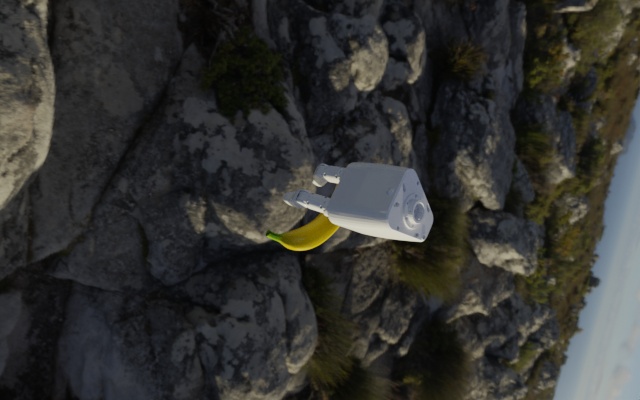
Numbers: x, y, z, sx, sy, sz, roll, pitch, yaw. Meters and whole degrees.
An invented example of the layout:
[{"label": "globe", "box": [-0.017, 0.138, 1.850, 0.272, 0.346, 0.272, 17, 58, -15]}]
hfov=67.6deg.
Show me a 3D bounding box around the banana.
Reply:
[{"label": "banana", "box": [0.007, 0.020, 0.754, 0.197, 0.070, 0.037, -41, 20, -29]}]
